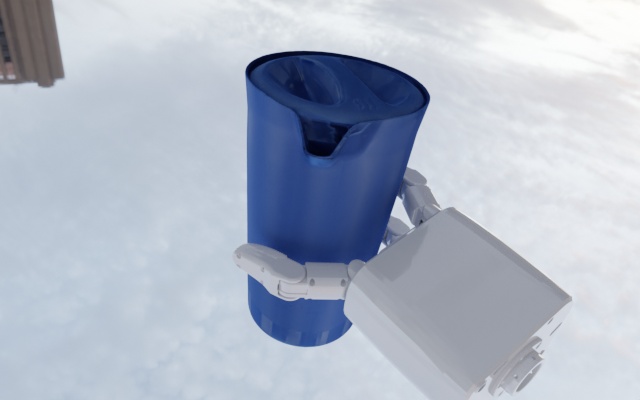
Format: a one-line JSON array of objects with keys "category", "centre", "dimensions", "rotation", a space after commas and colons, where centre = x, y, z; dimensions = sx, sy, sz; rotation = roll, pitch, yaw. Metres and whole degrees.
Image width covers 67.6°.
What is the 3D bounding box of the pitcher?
[{"category": "pitcher", "centre": [0.000, 0.001, 0.415], "dimensions": [0.149, 0.243, 0.145], "rotation": [-18, 43, -35]}]
